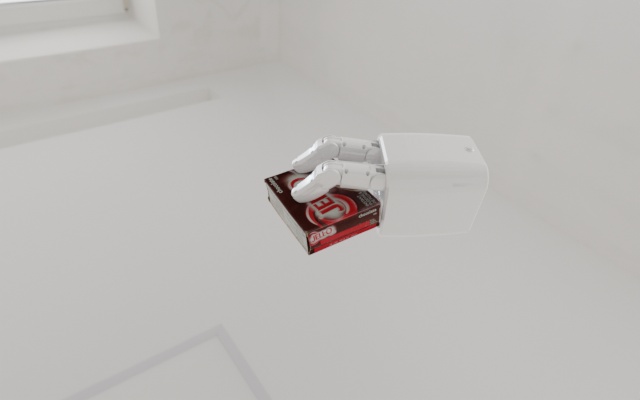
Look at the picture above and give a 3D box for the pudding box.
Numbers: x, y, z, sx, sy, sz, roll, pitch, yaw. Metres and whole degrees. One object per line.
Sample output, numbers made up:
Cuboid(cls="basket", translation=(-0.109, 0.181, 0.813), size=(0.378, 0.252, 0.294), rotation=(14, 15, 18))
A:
Cuboid(cls="pudding box", translation=(0.000, 0.002, 0.537), size=(0.090, 0.039, 0.113), rotation=(-20, 39, -20))
